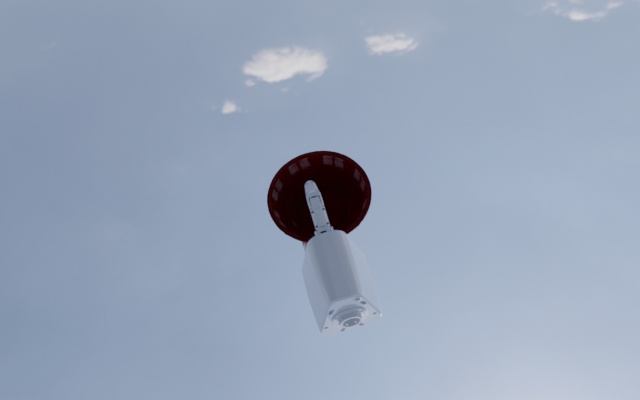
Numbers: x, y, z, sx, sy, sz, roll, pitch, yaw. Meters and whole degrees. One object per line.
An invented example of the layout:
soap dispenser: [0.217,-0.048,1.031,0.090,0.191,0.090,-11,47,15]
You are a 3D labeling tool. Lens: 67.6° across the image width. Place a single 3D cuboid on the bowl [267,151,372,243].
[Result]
bowl: [0.000,0.001,0.754,0.162,0.162,0.055,0,-28,7]
